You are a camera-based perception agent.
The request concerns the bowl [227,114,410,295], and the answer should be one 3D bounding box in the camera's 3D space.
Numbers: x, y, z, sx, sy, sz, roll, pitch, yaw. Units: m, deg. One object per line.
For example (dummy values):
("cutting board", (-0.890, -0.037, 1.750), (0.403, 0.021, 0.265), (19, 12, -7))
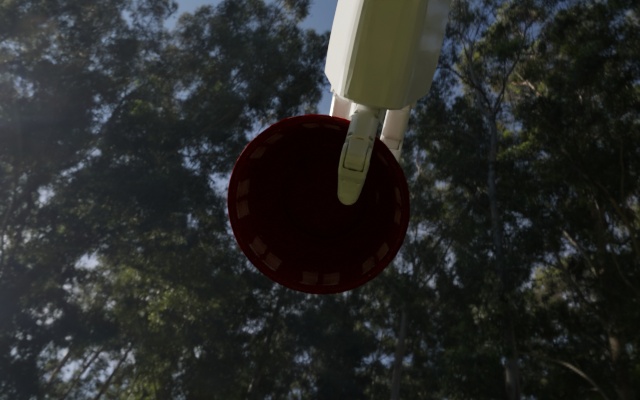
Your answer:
("bowl", (0.000, 0.003, 0.440), (0.162, 0.162, 0.055), (0, 11, 9))
